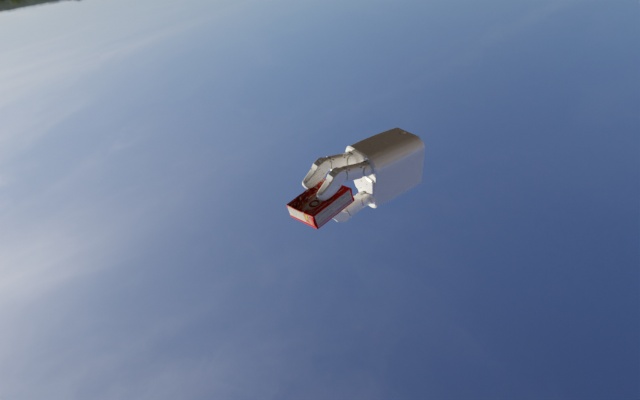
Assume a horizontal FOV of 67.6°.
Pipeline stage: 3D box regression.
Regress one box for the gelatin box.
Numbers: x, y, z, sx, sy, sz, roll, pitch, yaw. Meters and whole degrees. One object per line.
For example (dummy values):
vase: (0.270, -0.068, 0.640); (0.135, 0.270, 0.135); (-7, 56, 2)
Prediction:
gelatin box: (0.000, 0.003, 0.795); (0.089, 0.030, 0.073); (-37, 37, -25)
